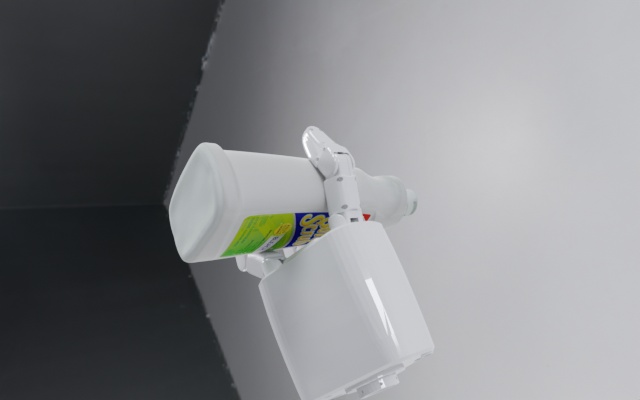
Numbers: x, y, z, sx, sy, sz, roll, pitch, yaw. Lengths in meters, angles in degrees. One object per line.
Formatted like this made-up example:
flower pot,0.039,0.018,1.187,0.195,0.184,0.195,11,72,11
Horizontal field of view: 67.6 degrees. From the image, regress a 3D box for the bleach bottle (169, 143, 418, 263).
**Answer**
bleach bottle,0.000,0.001,0.438,0.251,0.068,0.103,-2,-32,-37
